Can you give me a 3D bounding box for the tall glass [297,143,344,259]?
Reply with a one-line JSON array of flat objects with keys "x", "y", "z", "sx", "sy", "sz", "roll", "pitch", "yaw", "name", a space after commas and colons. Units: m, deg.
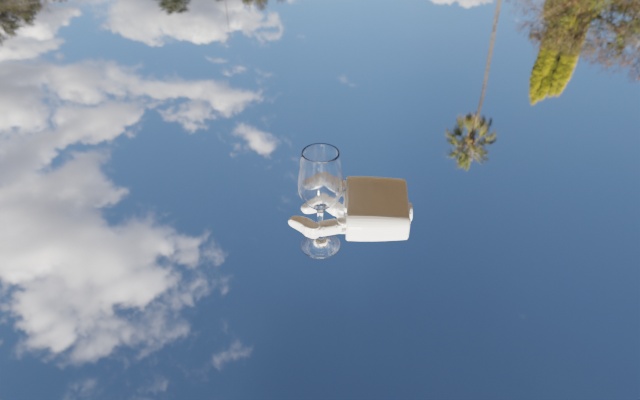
[{"x": 0.000, "y": 0.003, "z": 0.827, "sx": 0.079, "sy": 0.201, "sz": 0.079, "roll": 0, "pitch": 37, "yaw": 0, "name": "tall glass"}]
